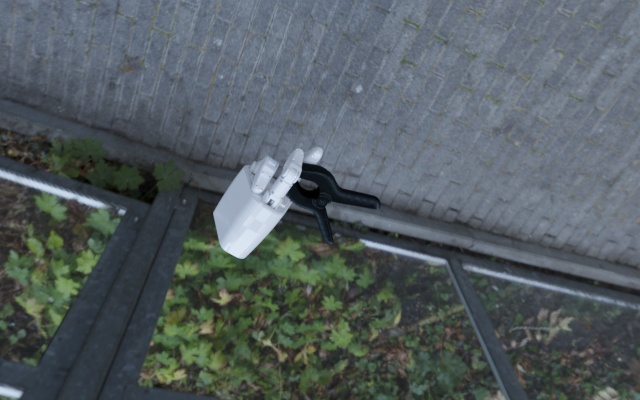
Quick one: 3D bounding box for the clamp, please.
[{"bbox_3d":[0.000,0.003,0.780,0.171,0.120,0.039,32,22,-20],"label":"clamp"}]
